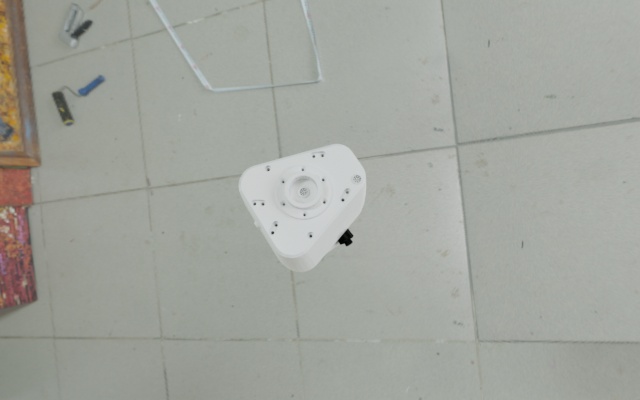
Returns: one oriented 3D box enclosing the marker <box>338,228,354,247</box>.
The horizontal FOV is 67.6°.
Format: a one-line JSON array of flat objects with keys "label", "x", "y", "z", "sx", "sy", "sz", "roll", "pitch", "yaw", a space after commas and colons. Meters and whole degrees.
[{"label": "marker", "x": 0.000, "y": 0.002, "z": 0.559, "sx": 0.020, "sy": 0.121, "sz": 0.020, "roll": -33, "pitch": -12, "yaw": -8}]
